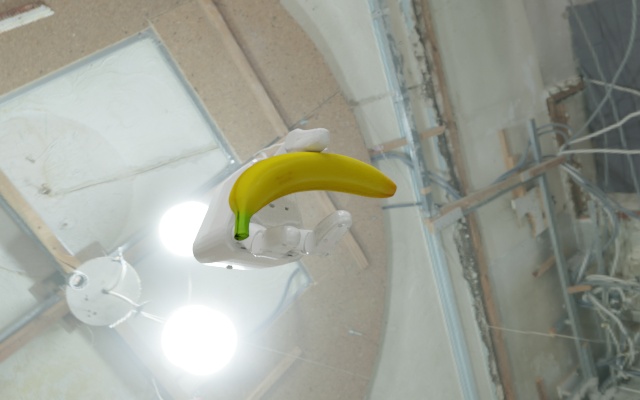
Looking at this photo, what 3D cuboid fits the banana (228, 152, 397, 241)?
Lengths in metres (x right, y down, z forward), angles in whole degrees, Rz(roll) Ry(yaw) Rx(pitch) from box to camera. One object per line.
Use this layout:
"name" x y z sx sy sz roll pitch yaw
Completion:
"banana" -0.010 -0.015 0.443 0.198 0.069 0.037 -16 -14 -39
